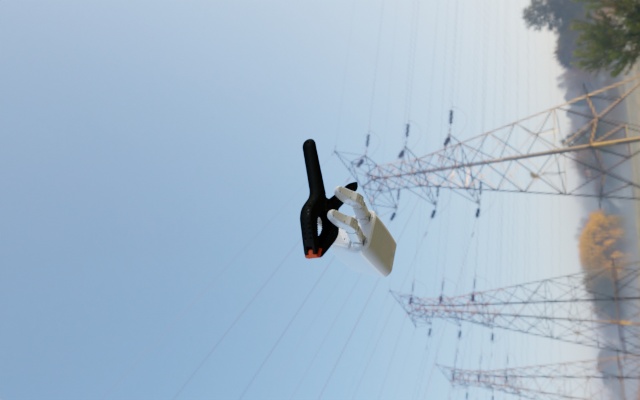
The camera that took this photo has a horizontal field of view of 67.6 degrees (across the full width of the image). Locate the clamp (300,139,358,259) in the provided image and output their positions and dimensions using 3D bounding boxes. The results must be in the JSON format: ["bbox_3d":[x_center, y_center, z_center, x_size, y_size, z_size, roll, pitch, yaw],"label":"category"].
[{"bbox_3d":[-0.001,0.004,0.864,0.036,0.209,0.165,-12,-44,37],"label":"clamp"}]
